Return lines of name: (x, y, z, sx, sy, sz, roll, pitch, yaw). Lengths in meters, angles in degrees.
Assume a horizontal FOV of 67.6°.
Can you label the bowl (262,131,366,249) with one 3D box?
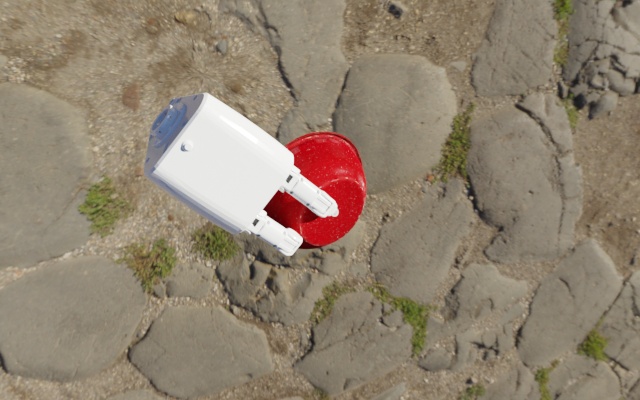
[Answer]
bowl: (0.001, 0.002, 0.574, 0.162, 0.162, 0.055, 0, 29, -38)
